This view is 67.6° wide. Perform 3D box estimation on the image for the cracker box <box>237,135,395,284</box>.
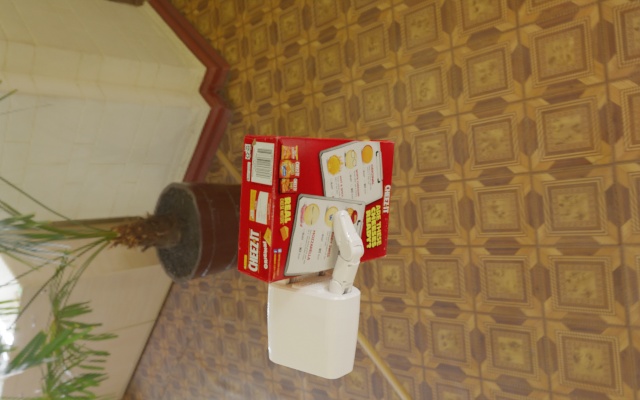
[{"bbox_3d":[0.000,0.002,0.608,0.072,0.164,0.213,11,11,43],"label":"cracker box"}]
